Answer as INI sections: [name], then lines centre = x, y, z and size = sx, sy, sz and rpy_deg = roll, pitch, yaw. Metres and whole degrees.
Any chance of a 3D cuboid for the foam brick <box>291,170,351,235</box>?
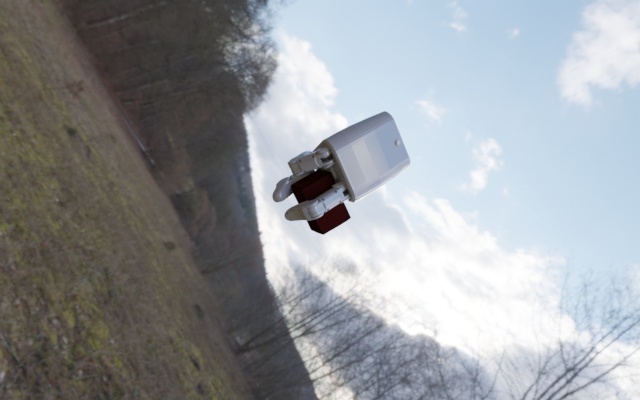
[foam brick]
centre = 0.000, 0.003, 0.696
size = 0.051, 0.078, 0.053
rpy_deg = -30, 17, -16
